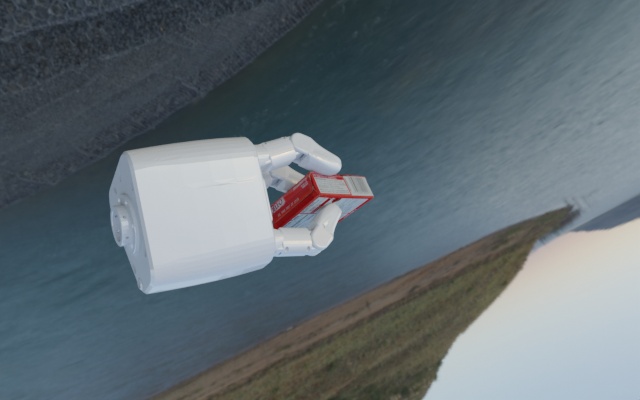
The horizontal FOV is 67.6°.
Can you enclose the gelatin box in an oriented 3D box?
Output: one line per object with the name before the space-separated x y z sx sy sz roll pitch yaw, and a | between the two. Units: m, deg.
gelatin box | 0.000 0.002 0.504 0.089 0.030 0.073 1 -31 -46
